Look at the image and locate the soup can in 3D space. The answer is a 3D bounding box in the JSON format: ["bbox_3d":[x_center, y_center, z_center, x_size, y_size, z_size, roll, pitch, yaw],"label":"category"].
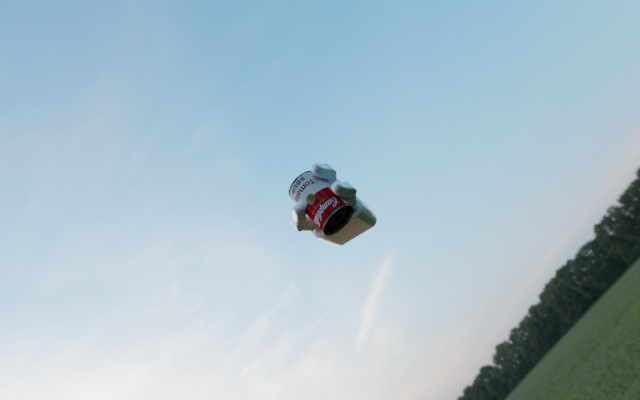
[{"bbox_3d":[0.000,0.003,0.836,0.102,0.068,0.068,45,26,28],"label":"soup can"}]
